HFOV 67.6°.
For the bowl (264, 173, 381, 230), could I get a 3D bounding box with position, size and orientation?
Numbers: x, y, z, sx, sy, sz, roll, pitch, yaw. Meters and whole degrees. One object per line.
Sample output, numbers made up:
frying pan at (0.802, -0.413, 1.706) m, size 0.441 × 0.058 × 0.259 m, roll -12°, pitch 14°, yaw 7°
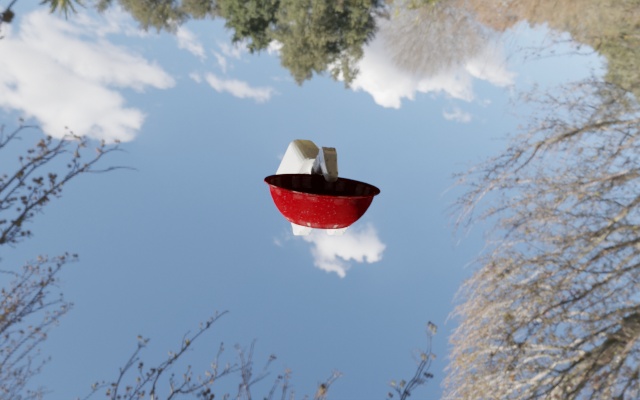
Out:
bowl at (0.000, 0.003, 0.663) m, size 0.162 × 0.055 × 0.162 m, roll 6°, pitch 11°, yaw -1°
